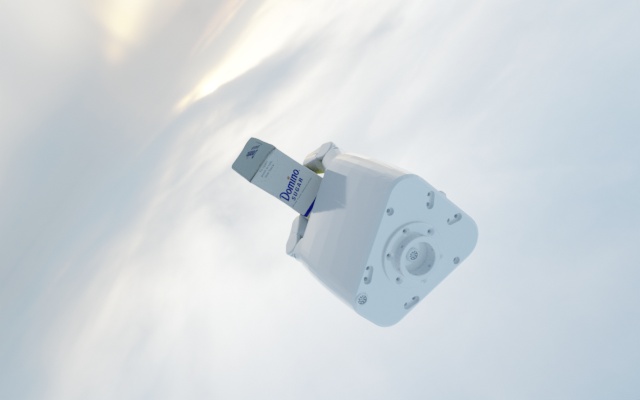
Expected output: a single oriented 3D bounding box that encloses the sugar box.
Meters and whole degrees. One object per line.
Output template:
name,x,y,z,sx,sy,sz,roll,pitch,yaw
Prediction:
sugar box,0.001,0.001,0.488,0.176,0.048,0.093,35,-2,-25
